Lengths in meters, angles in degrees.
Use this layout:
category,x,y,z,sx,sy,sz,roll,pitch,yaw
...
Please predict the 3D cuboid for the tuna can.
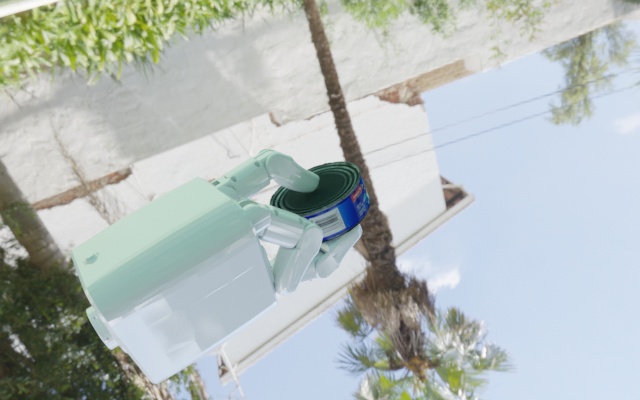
category,x,y,z,sx,sy,sz,roll,pitch,yaw
tuna can,0.000,0.002,0.427,0.086,0.034,0.086,-18,28,10
